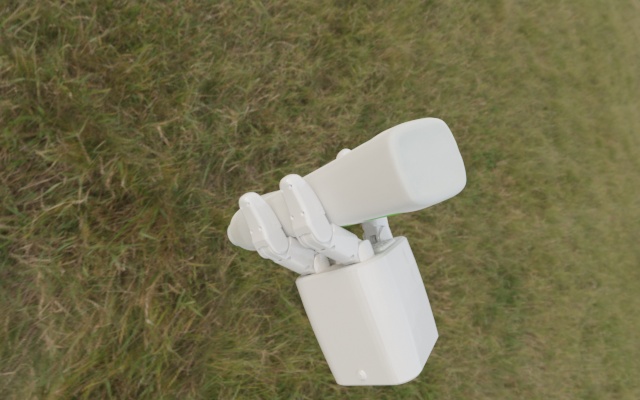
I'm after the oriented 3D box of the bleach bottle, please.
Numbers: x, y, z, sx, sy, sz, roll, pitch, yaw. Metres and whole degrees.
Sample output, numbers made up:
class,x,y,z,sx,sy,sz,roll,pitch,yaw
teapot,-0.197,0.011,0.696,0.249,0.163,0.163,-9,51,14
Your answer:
class,x,y,z,sx,sy,sz,roll,pitch,yaw
bleach bottle,0.000,0.001,0.450,0.251,0.068,0.102,-21,-2,43
